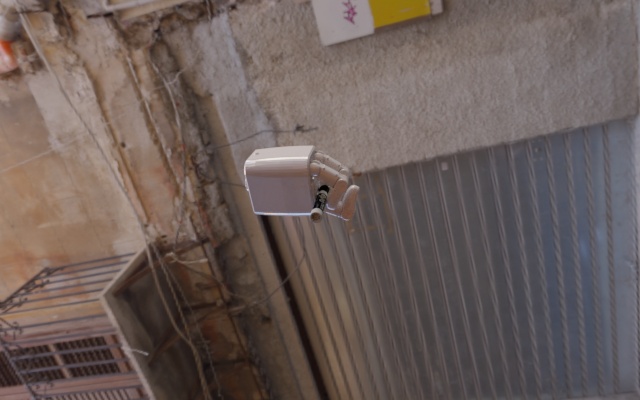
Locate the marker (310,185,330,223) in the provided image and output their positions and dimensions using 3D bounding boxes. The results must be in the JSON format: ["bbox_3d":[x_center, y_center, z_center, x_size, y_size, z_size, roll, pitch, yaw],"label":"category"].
[{"bbox_3d":[0.000,0.003,0.765,0.020,0.020,0.121,0,23,8],"label":"marker"}]
